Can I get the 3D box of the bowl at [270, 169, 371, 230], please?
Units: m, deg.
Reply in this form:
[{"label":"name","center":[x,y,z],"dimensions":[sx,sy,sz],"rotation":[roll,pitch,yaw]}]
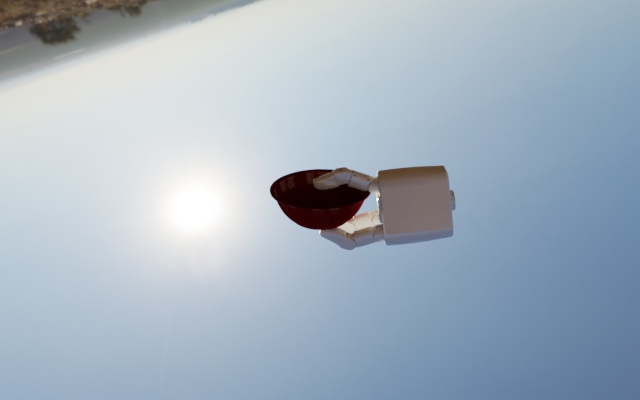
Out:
[{"label":"bowl","center":[-0.001,0.003,0.768],"dimensions":[0.162,0.055,0.162],"rotation":[0,25,0]}]
